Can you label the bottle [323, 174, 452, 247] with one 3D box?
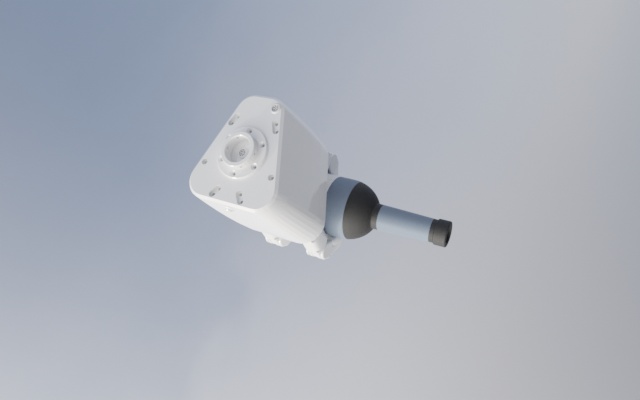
[{"bbox_3d":[0.000,0.002,0.543,0.295,0.069,0.069,14,6,25],"label":"bottle"}]
